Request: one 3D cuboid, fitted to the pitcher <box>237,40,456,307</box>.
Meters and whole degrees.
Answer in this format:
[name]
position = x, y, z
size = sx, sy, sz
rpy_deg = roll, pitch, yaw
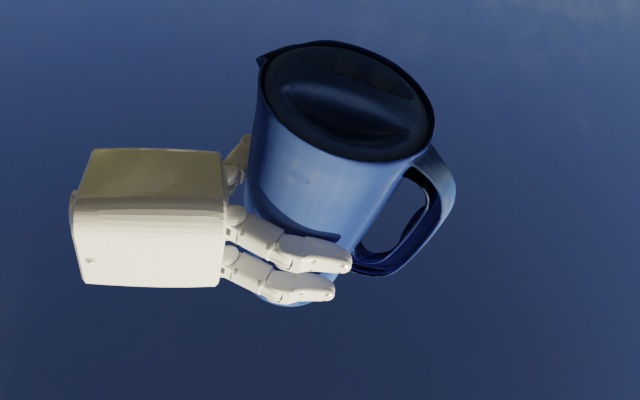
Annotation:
[pitcher]
position = 0.000, 0.001, 0.423
size = 0.145, 0.149, 0.243
rpy_deg = 3, -39, -16
